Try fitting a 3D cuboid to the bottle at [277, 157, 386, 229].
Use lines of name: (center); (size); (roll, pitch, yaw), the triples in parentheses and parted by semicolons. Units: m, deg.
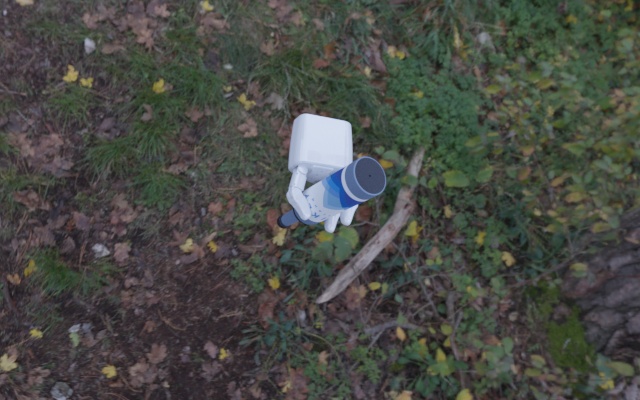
bottle: (0.000, 0.003, 0.880); (0.069, 0.069, 0.296); (0, -17, -34)
